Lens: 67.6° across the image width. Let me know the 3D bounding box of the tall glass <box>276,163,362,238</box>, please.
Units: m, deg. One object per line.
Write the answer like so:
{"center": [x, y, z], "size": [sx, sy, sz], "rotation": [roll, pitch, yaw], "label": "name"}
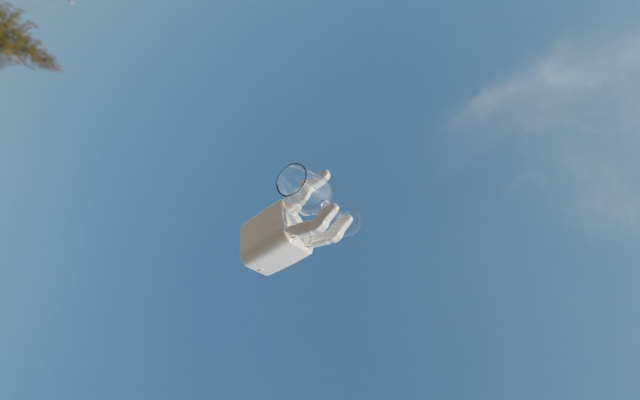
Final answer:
{"center": [0.001, 0.003, 0.881], "size": [0.079, 0.079, 0.201], "rotation": [0, -23, 33], "label": "tall glass"}
